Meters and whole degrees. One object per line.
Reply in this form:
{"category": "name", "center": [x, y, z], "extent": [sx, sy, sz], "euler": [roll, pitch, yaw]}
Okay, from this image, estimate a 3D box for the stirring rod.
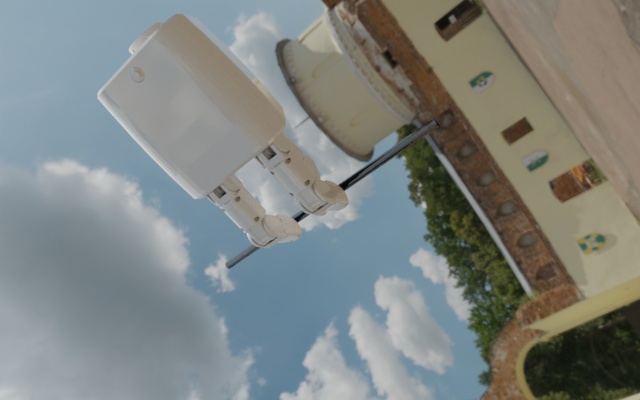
{"category": "stirring rod", "center": [0.000, 0.001, 0.422], "extent": [0.239, 0.011, 0.011], "euler": [-35, -15, 24]}
